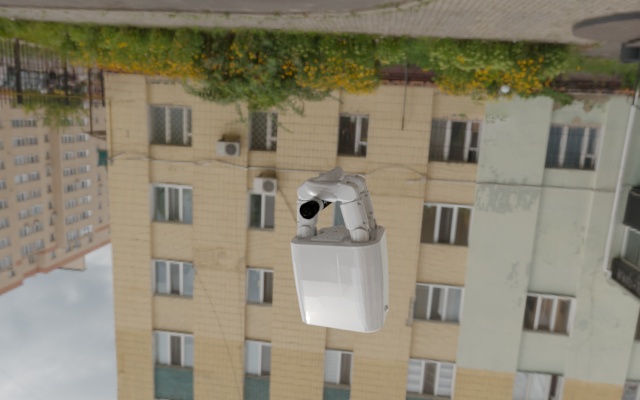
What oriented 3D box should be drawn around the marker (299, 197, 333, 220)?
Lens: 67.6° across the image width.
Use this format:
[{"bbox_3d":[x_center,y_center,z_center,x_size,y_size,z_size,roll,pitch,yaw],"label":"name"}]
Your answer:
[{"bbox_3d":[0.000,0.002,0.558,0.020,0.020,0.121,0,10,14],"label":"marker"}]
